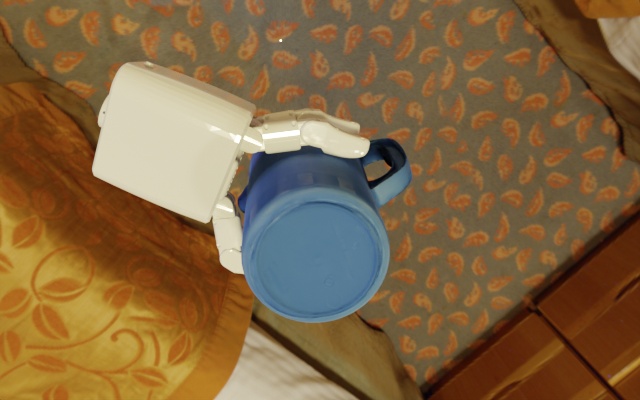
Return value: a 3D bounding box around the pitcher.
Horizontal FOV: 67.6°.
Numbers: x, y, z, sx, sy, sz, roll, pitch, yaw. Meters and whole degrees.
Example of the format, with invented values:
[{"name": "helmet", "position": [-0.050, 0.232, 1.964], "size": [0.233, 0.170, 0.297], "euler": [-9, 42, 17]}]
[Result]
[{"name": "pitcher", "position": [0.000, 0.001, 0.447], "size": [0.145, 0.149, 0.242], "euler": [23, 15, -11]}]
